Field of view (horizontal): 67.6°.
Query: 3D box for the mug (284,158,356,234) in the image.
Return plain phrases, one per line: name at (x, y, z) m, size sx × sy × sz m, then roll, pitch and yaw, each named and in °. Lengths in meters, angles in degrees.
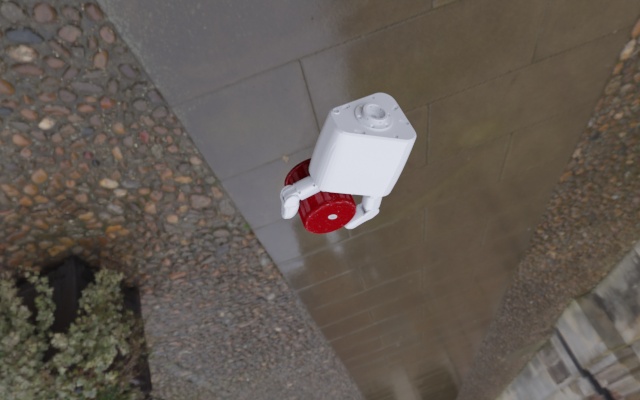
mug at (0.000, 0.003, 0.713) m, size 0.093 × 0.081 × 0.117 m, roll -9°, pitch -35°, yaw -20°
